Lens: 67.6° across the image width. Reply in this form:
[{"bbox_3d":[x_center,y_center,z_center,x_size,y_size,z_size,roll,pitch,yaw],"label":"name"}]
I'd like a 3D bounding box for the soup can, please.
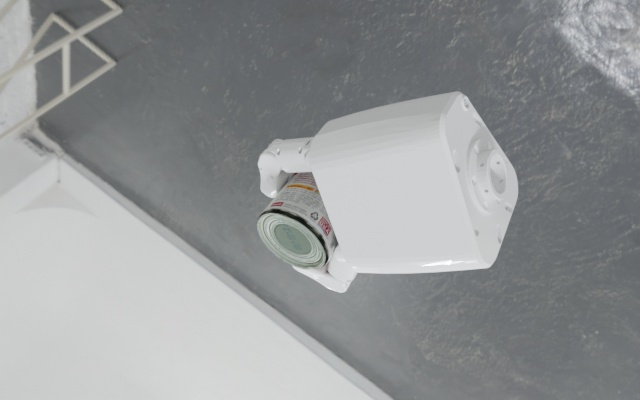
[{"bbox_3d":[-0.001,0.001,0.413,0.068,0.068,0.102,0,41,39],"label":"soup can"}]
